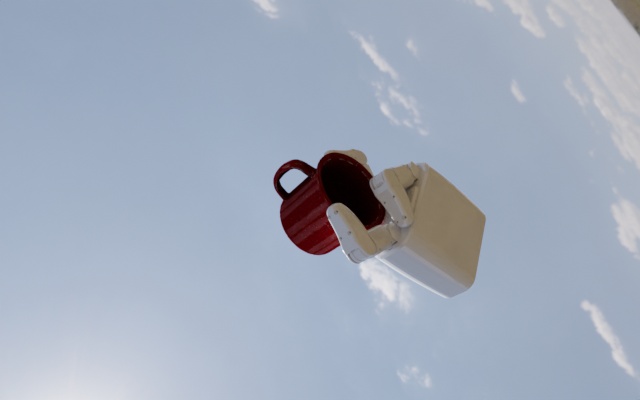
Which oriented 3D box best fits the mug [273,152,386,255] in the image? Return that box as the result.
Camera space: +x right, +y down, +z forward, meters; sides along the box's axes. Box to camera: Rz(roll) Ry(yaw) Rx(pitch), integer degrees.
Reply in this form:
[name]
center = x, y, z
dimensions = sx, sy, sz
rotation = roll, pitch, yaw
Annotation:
[mug]
center = -0.001, 0.001, 0.515
dimensions = 0.117, 0.093, 0.081
rotation = 35, -48, -19
